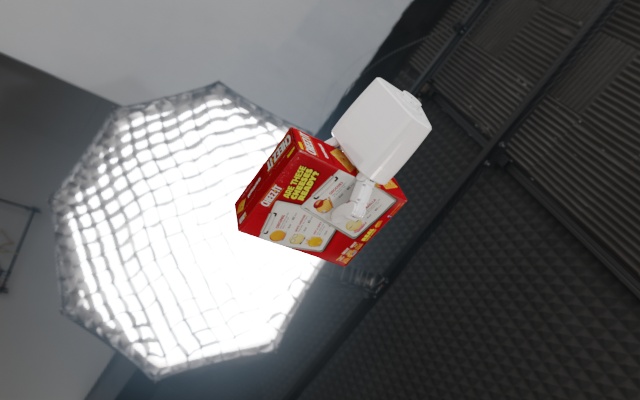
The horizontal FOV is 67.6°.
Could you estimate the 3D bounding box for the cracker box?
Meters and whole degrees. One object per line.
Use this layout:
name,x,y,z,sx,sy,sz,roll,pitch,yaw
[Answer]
cracker box,0.000,0.003,0.740,0.214,0.164,0.072,23,30,-33
